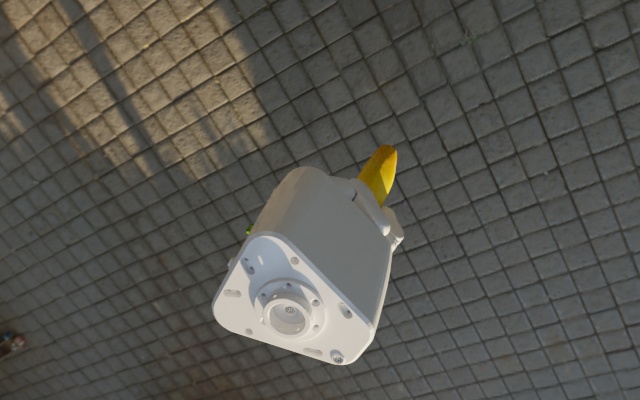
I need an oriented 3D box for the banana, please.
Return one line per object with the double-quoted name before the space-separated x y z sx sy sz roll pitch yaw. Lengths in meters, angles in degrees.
"banana" 0.008 0.018 0.500 0.198 0.069 0.037 -31 14 24
